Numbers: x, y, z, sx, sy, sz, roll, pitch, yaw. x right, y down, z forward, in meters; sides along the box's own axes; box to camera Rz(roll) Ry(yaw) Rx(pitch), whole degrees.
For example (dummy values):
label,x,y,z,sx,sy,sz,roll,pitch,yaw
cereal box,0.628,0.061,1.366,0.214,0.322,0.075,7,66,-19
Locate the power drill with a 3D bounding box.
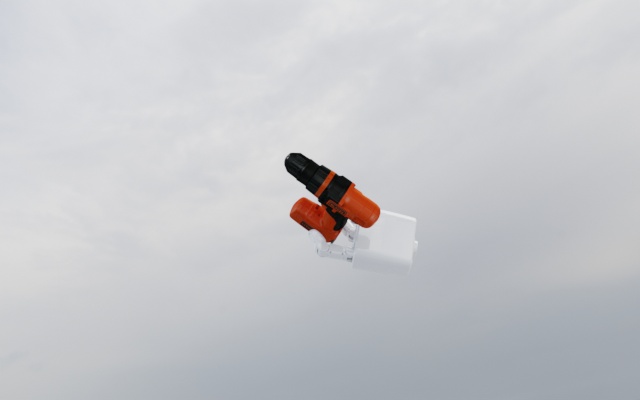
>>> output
label,x,y,z,sx,sy,sz,roll,pitch,yaw
power drill,0.000,0.003,0.855,0.184,0.057,0.188,37,-23,-2
